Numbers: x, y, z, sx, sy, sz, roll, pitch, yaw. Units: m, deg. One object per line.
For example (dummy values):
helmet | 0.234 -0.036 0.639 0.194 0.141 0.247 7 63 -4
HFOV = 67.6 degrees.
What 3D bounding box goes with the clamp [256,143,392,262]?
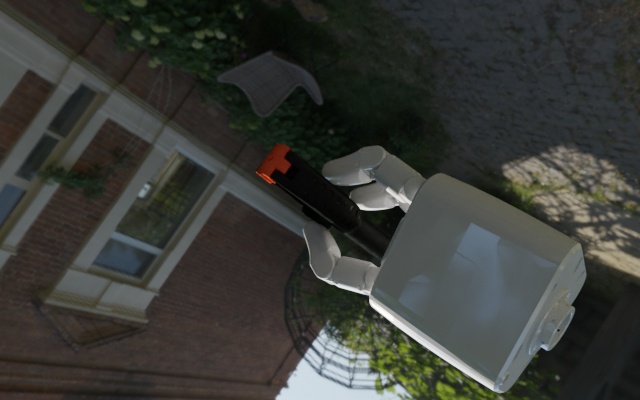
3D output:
clamp | -0.001 0.002 0.437 0.164 0.036 0.210 32 -4 38
